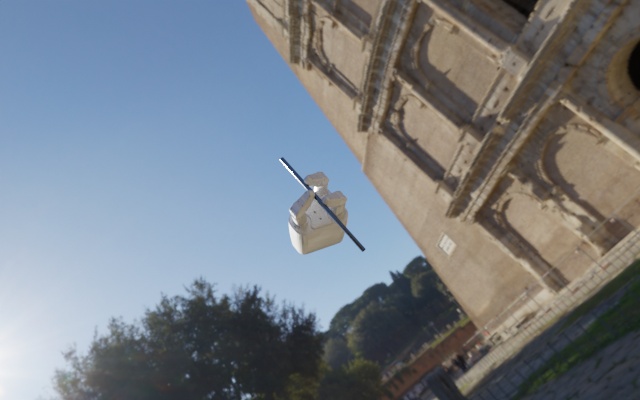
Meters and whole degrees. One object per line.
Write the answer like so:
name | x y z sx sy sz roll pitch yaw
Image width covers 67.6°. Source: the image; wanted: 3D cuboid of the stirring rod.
stirring rod | 0.000 0.003 0.862 0.239 0.011 0.011 48 23 23
